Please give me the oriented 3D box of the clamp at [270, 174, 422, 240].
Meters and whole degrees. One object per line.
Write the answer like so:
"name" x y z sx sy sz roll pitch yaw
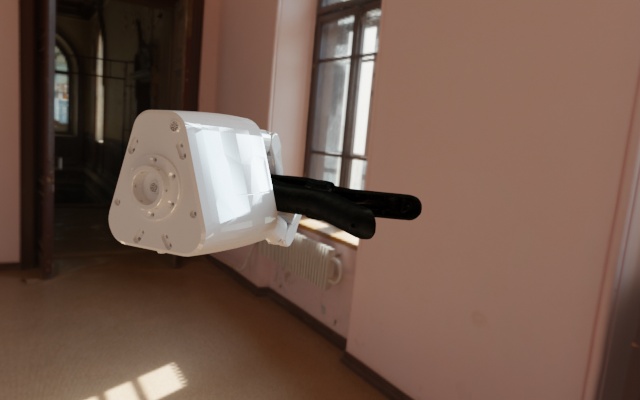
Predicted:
"clamp" 0.000 0.001 0.447 0.171 0.039 0.120 8 6 21
